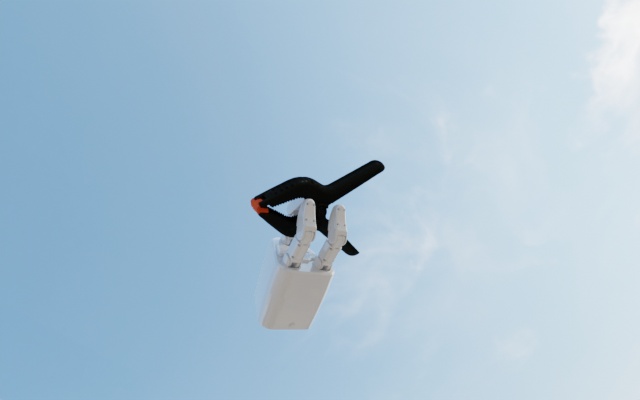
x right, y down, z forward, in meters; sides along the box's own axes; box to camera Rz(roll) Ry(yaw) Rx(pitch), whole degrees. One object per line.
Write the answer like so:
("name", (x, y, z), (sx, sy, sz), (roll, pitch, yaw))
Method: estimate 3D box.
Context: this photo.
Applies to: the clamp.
("clamp", (-0.001, 0.002, 0.716), (0.210, 0.164, 0.036), (10, 18, -33))
